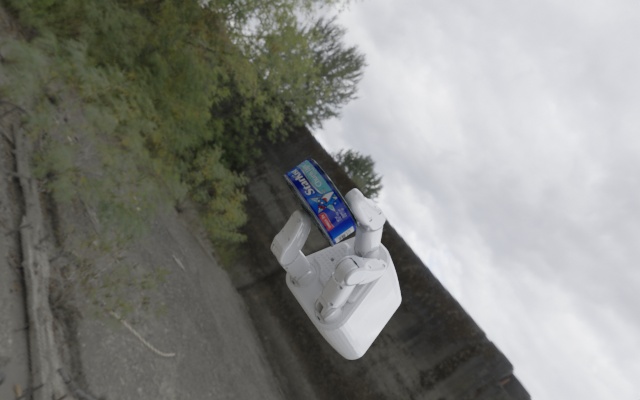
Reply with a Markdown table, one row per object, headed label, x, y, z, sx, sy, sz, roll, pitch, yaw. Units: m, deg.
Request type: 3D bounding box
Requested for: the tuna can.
| label | x | y | z | sx | sy | sz | roll | pitch | yaw |
| --- | --- | --- | --- | --- | --- | --- | --- | --- | --- |
| tuna can | 0.001 | 0.001 | 0.470 | 0.034 | 0.086 | 0.086 | -35 | 3 | -4 |
